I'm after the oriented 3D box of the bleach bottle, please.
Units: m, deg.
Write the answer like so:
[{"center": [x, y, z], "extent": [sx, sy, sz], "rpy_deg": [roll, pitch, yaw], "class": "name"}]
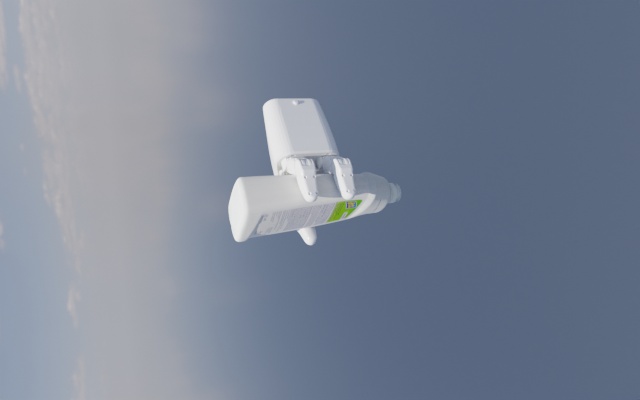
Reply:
[{"center": [0.000, 0.002, 0.697], "extent": [0.251, 0.068, 0.103], "rpy_deg": [-5, -28, -23], "class": "bleach bottle"}]
